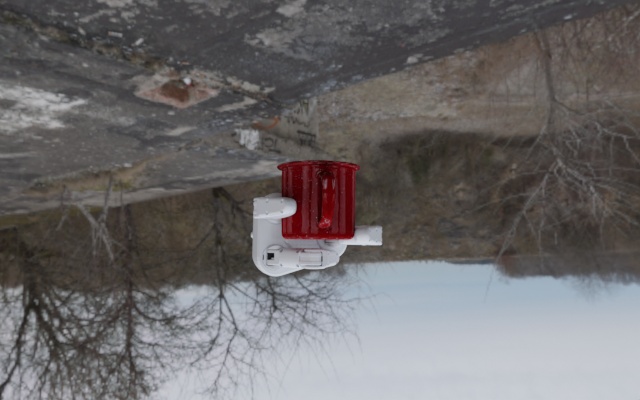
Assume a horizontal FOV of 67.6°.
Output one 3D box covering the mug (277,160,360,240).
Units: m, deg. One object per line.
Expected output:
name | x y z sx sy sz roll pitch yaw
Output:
mug | 0.000 0.002 0.518 0.093 0.081 0.117 1 -5 -12
